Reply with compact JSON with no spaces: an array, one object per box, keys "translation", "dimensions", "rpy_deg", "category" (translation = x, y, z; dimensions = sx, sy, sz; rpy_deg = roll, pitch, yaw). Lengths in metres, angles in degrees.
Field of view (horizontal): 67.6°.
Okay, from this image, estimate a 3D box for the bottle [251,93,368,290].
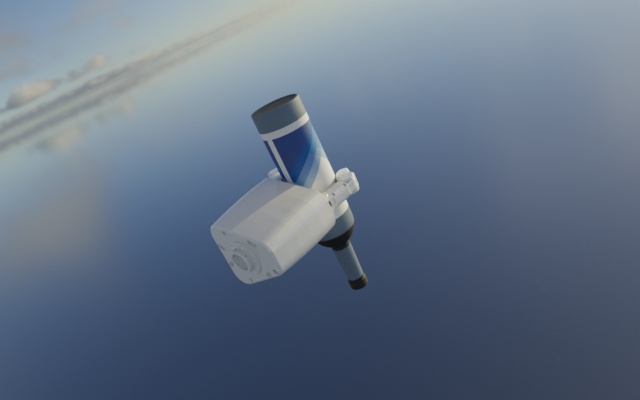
[{"translation":[0.000,0.002,0.659],"dimensions":[0.069,0.296,0.069],"rpy_deg":[-22,22,9],"category":"bottle"}]
